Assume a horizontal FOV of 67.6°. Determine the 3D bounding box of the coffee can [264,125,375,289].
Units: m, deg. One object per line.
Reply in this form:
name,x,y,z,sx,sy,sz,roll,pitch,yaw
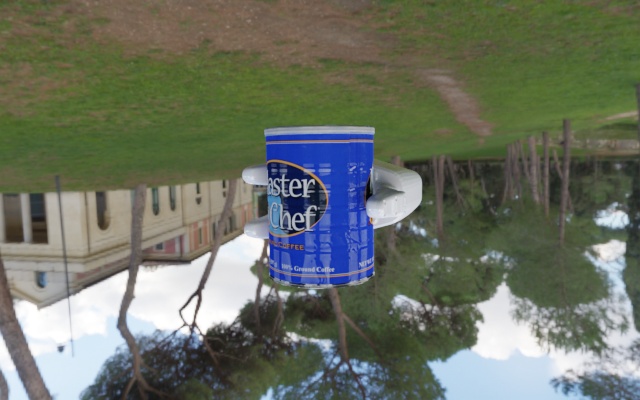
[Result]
coffee can,0.000,0.001,0.454,0.103,0.140,0.103,-1,6,0
